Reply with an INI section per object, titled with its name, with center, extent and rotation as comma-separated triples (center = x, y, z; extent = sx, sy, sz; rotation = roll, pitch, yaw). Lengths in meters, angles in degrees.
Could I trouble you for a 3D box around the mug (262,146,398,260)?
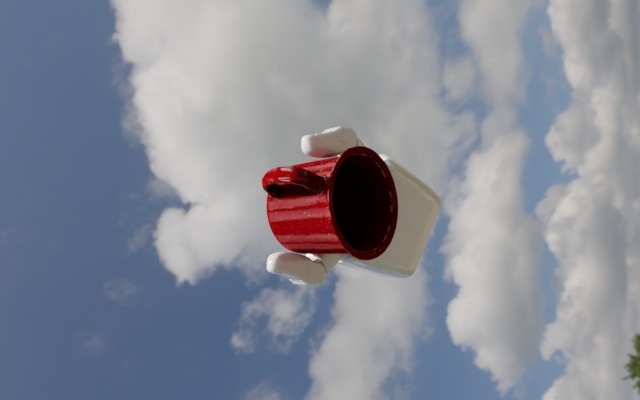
[mug]
center = -0.001, 0.001, 0.404
extent = 0.081, 0.093, 0.117
rotation = -6, -22, 42
